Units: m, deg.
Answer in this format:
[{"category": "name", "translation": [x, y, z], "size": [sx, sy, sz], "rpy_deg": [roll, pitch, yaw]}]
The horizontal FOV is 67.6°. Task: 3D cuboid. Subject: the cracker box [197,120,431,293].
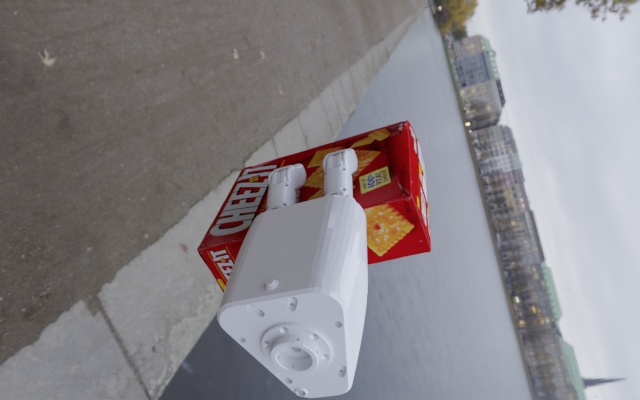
[{"category": "cracker box", "translation": [0.000, 0.002, 0.499], "size": [0.214, 0.072, 0.164], "rpy_deg": [-14, 29, 18]}]
